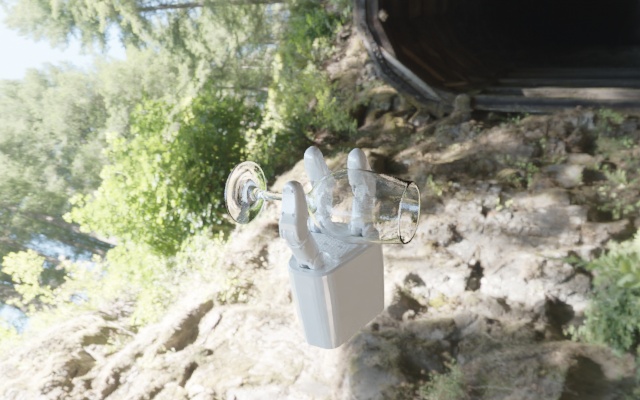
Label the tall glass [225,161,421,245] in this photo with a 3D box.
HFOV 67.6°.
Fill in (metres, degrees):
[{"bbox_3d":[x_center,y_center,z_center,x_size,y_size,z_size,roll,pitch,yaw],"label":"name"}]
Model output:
[{"bbox_3d":[-0.001,0.001,0.506,0.201,0.079,0.079,7,3,29],"label":"tall glass"}]
